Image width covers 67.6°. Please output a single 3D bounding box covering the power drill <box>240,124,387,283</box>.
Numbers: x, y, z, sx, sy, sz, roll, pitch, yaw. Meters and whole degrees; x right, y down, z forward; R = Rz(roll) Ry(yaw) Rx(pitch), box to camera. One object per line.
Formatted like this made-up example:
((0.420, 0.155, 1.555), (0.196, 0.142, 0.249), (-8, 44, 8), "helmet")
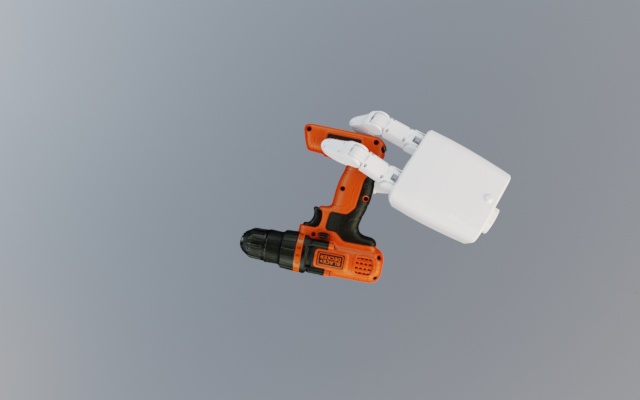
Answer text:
((0.000, 0.002, 0.607), (0.184, 0.187, 0.057), (11, 5, 1), "power drill")
